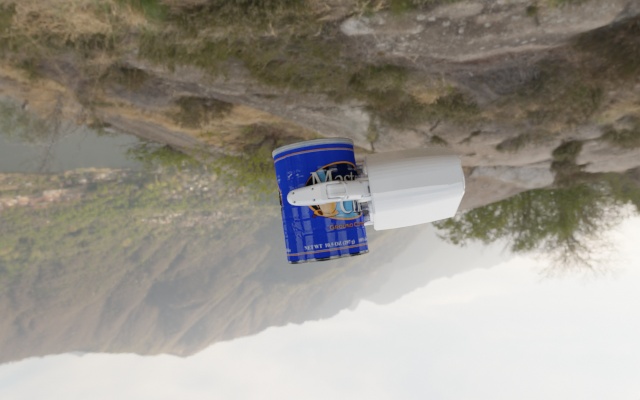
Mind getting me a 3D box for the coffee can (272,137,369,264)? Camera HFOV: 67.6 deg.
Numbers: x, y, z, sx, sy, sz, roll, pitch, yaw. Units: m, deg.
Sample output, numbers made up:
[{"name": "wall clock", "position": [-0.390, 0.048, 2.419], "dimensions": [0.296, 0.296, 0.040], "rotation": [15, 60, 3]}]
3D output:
[{"name": "coffee can", "position": [0.000, 0.002, 0.593], "dimensions": [0.103, 0.140, 0.103], "rotation": [-8, -4, -1]}]
